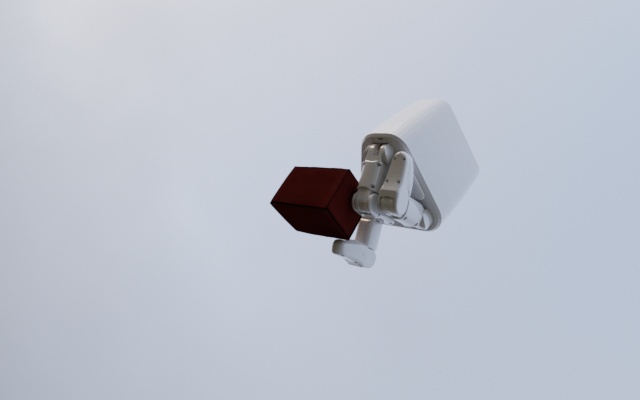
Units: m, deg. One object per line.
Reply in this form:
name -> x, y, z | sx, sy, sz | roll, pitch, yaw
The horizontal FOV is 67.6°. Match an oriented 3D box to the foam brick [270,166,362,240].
foam brick -> 0.000, 0.002, 0.489 | 0.078, 0.051, 0.053 | 7, -33, 41
